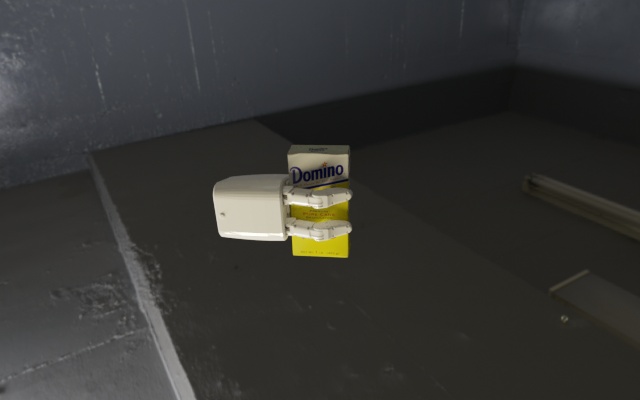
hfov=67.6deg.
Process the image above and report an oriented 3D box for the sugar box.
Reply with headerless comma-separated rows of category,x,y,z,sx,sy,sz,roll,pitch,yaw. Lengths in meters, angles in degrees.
sugar box,0.000,0.003,0.748,0.093,0.176,0.048,1,27,7
